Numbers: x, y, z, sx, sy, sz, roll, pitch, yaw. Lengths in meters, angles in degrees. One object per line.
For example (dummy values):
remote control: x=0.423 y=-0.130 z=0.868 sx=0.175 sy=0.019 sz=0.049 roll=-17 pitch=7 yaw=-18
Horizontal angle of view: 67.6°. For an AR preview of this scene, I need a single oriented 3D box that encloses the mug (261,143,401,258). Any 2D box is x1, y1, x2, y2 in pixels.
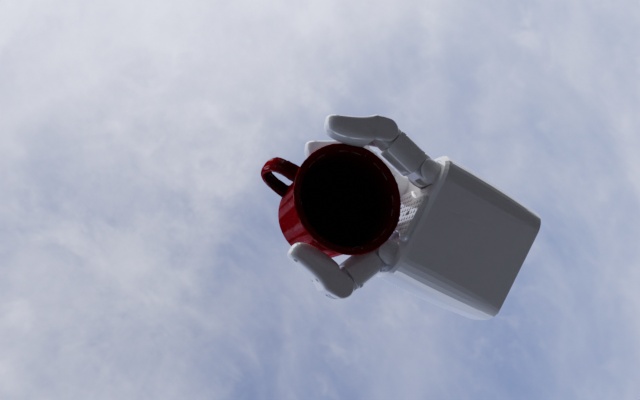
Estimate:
mug: x=-0.001 y=0.001 z=0.416 sx=0.117 sy=0.093 sz=0.081 roll=28 pitch=-21 yaw=-11
